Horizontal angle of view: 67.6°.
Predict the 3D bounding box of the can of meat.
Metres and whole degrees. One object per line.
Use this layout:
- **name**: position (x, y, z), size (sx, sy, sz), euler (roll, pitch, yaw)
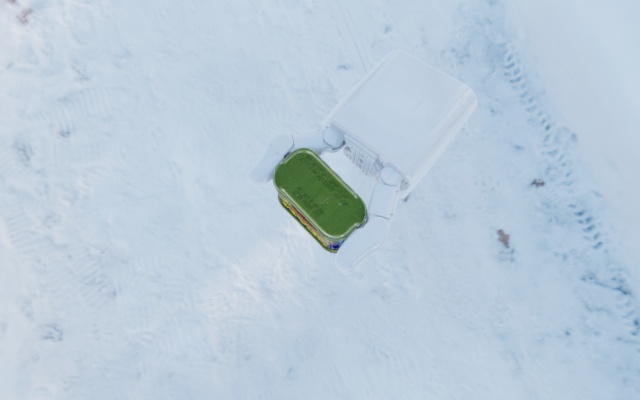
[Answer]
- **can of meat**: position (0.000, 0.001, 0.483), size (0.057, 0.102, 0.084), euler (-44, -9, -7)
